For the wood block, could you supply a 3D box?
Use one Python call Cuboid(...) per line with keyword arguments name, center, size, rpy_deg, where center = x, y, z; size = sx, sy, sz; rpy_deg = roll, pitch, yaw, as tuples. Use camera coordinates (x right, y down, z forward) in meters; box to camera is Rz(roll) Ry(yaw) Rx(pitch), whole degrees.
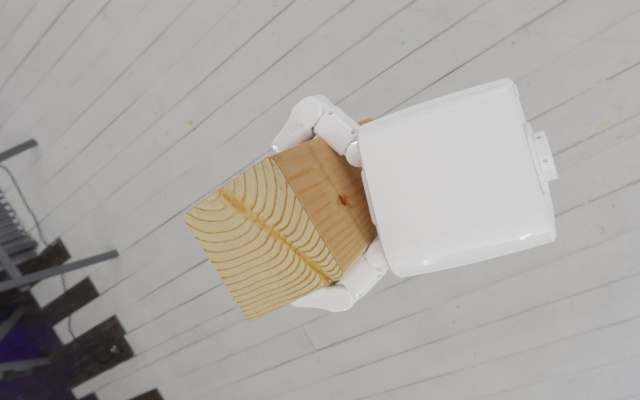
Cuboid(name="wood block", center=(0.000, 0.001, 0.403), size=(0.090, 0.091, 0.206), rpy_deg=(-31, 1, 29))
